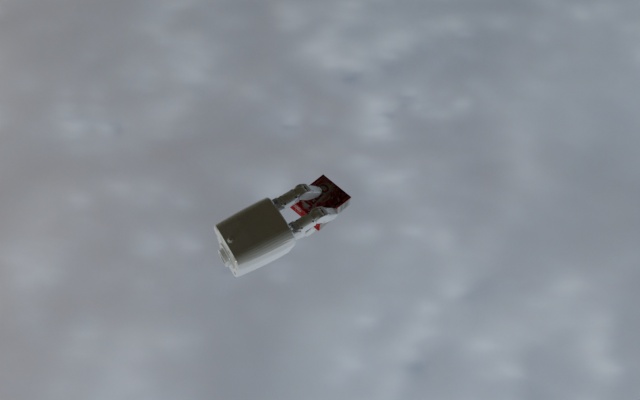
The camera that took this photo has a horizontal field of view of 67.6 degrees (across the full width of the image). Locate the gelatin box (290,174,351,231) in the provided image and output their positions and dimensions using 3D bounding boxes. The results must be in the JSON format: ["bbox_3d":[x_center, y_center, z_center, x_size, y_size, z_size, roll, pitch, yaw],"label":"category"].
[{"bbox_3d":[0.000,0.003,0.875,0.089,0.073,0.030,-38,-24,-28],"label":"gelatin box"}]
